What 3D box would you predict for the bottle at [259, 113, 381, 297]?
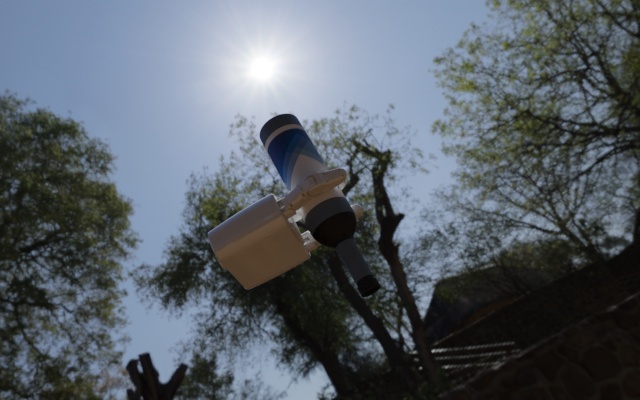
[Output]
[{"bbox_3d":[0.000,0.002,0.668,0.069,0.295,0.069,-22,-29,-13],"label":"bottle"}]
